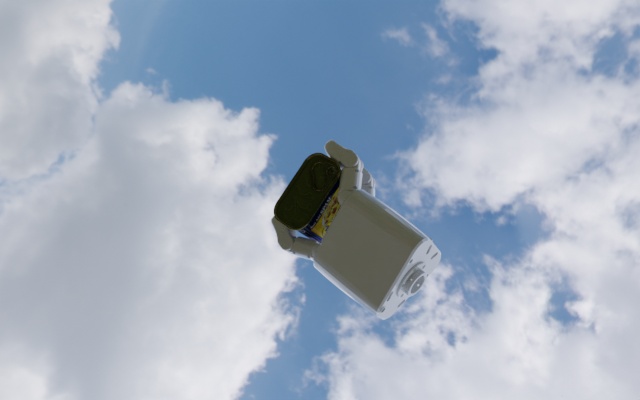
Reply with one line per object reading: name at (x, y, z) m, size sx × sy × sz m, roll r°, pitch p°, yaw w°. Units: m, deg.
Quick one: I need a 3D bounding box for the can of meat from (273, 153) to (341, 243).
can of meat at (0.000, 0.002, 0.624) m, size 0.057 × 0.102 × 0.084 m, roll 31°, pitch -4°, yaw 34°
